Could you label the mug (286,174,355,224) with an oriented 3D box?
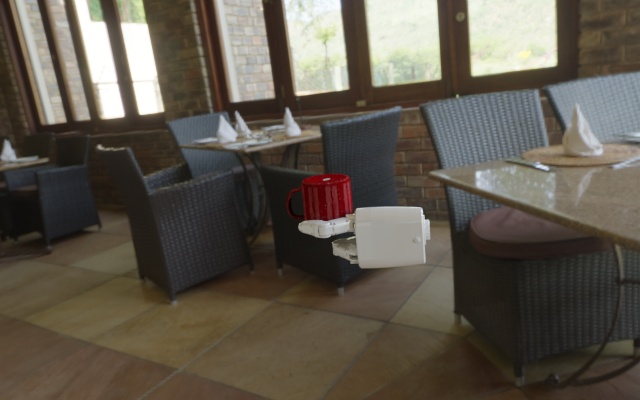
[{"bbox_3d":[-0.001,0.002,0.804,0.117,0.081,0.093,-3,14,11],"label":"mug"}]
